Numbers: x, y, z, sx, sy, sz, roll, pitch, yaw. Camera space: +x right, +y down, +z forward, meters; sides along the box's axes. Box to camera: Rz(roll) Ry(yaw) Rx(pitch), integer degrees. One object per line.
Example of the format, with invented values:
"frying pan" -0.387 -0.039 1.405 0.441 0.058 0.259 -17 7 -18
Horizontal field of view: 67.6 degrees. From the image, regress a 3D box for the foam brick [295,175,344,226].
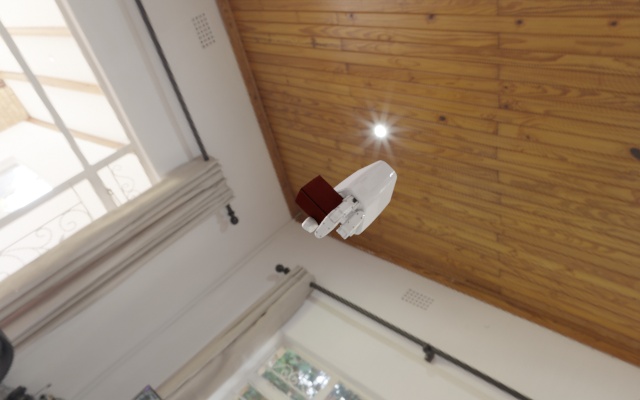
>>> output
"foam brick" 0.000 0.003 0.883 0.051 0.078 0.053 -41 -7 -29
